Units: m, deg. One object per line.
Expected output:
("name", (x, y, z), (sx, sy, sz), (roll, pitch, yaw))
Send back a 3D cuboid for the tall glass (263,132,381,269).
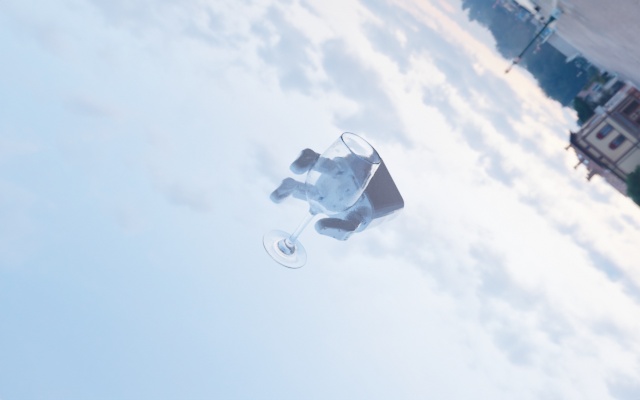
("tall glass", (0.000, 0.003, 0.655), (0.079, 0.079, 0.201), (0, -44, -47))
